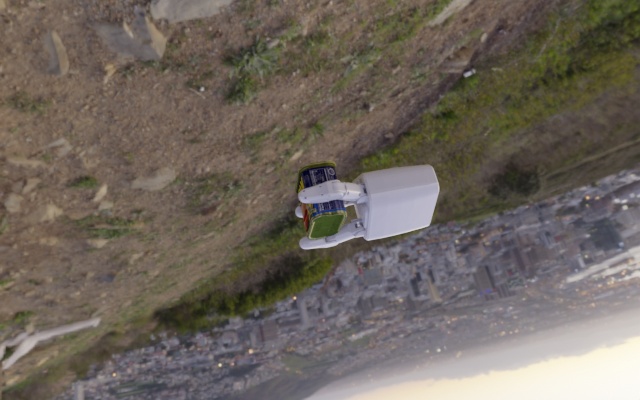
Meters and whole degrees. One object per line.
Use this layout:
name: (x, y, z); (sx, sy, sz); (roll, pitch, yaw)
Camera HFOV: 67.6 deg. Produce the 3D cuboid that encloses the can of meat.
can of meat: (0.000, 0.003, 0.710); (0.057, 0.084, 0.102); (-9, -23, -12)
